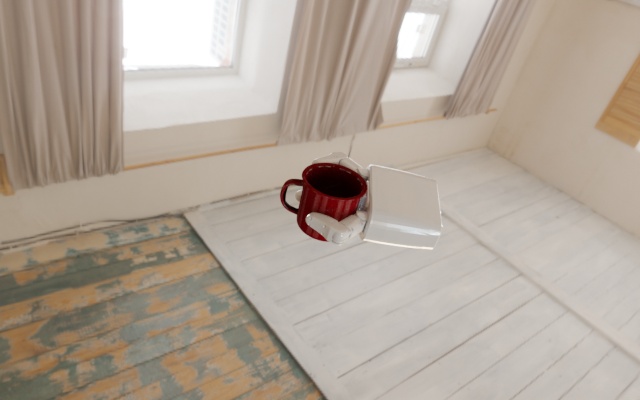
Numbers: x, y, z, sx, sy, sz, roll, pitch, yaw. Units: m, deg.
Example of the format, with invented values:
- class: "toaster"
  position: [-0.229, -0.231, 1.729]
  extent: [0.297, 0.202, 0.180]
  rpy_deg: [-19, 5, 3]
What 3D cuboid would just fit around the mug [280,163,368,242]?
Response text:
- class: "mug"
  position: [-0.001, 0.002, 0.679]
  extent: [0.117, 0.081, 0.093]
  rpy_deg: [10, 34, -6]
